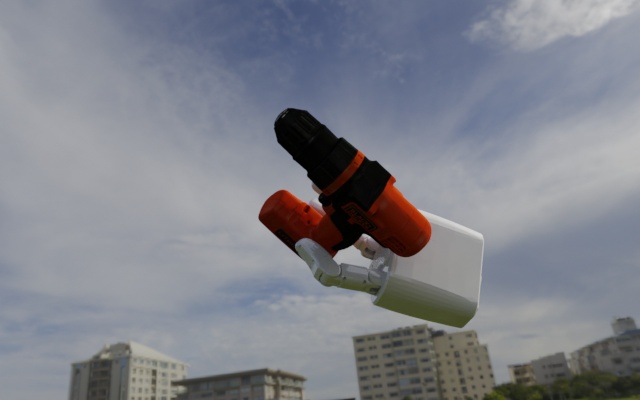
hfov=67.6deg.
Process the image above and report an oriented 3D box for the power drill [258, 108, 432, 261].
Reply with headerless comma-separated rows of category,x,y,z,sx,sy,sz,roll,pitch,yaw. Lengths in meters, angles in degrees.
power drill,0.000,0.002,0.505,0.184,0.057,0.188,43,-28,-9
